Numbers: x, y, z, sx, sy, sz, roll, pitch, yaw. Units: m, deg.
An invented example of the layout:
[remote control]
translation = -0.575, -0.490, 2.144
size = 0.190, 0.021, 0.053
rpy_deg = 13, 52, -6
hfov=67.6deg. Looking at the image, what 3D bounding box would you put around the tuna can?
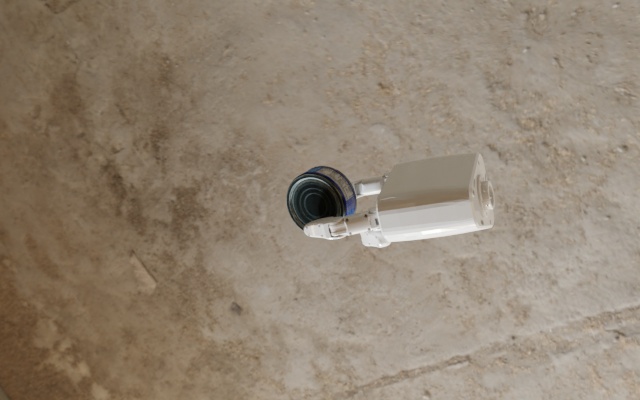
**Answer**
[tuna can]
translation = 0.000, 0.002, 0.599
size = 0.086, 0.086, 0.033
rpy_deg = 0, 18, 30
